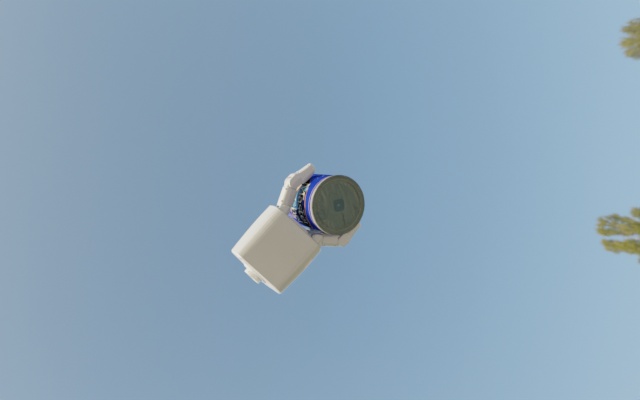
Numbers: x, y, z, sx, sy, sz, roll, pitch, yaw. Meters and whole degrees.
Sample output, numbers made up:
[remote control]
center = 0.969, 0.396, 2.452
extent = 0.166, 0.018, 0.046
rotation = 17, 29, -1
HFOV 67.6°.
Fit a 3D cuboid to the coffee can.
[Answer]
[coffee can]
center = 0.000, 0.003, 0.864
extent = 0.103, 0.103, 0.140
rotation = 0, 4, -27
